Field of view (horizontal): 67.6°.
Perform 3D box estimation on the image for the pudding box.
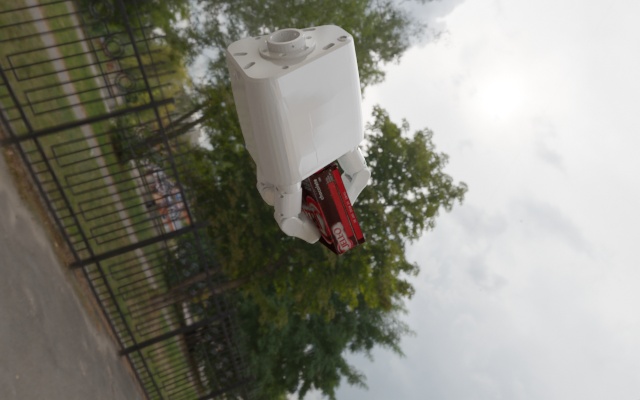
[{"bbox_3d":[0.000,0.002,0.520,0.039,0.090,0.113,-23,15,-11],"label":"pudding box"}]
